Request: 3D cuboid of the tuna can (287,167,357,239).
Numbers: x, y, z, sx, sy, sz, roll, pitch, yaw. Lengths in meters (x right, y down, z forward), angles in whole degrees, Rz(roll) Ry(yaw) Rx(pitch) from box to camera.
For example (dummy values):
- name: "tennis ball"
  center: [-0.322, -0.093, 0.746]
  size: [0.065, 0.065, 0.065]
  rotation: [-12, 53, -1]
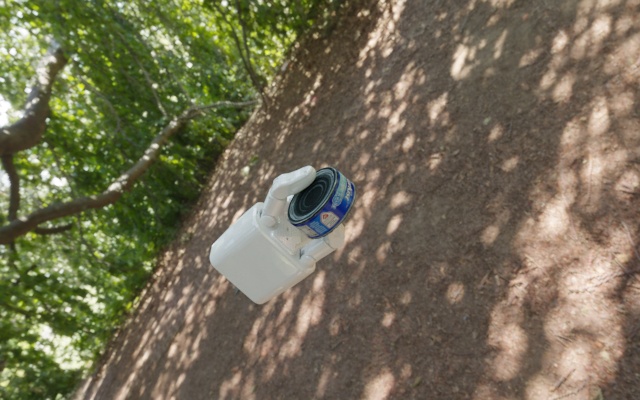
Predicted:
- name: "tuna can"
  center: [0.000, 0.002, 0.573]
  size: [0.034, 0.086, 0.086]
  rotation: [39, -21, -27]
